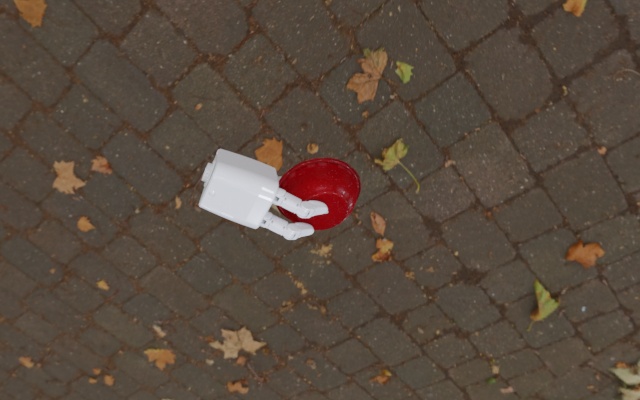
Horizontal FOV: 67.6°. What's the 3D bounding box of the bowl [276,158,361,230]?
[{"bbox_3d":[0.002,0.003,0.857,0.162,0.162,0.055,0,42,-15],"label":"bowl"}]
